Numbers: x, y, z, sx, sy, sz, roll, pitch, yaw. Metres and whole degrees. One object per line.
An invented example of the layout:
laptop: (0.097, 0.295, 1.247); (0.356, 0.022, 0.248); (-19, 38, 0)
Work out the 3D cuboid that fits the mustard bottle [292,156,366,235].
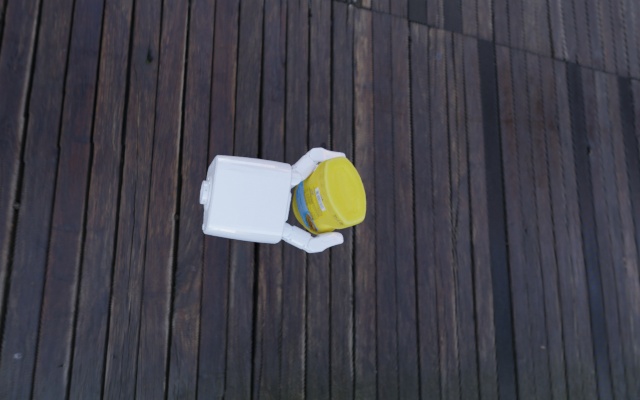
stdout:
mustard bottle: (0.001, 0.002, 0.724); (0.058, 0.096, 0.191); (-17, -3, -23)
